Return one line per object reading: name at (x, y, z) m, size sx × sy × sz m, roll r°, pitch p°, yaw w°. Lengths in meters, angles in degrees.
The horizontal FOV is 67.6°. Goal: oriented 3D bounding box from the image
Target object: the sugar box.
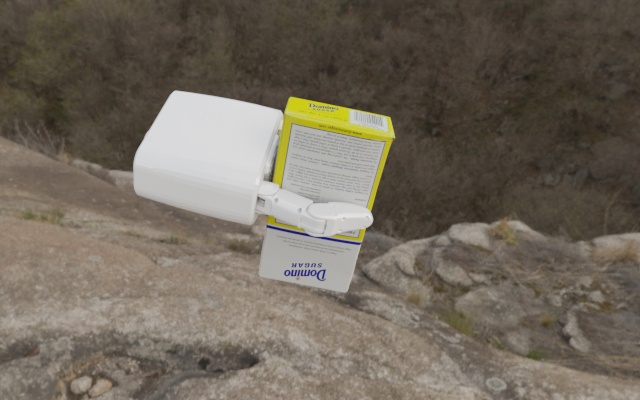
sugar box at (0.000, 0.001, 0.443) m, size 0.093 × 0.176 × 0.048 m, roll 12°, pitch 34°, yaw -3°
